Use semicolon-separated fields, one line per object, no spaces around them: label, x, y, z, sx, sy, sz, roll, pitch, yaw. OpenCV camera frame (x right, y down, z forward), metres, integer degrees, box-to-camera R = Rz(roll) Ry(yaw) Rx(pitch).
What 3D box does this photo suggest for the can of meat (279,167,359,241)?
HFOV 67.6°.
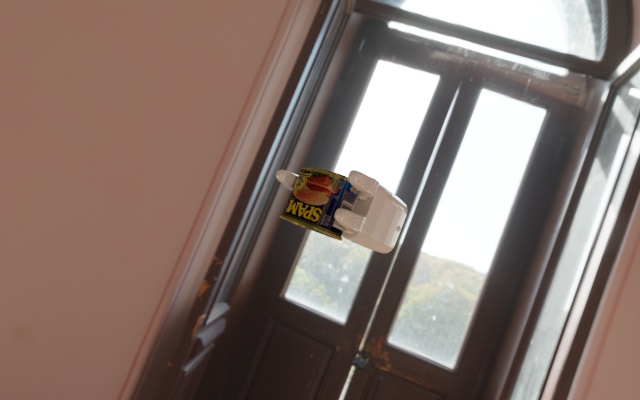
can of meat;0.000;0.002;0.685;0.102;0.084;0.057;17;-8;45
